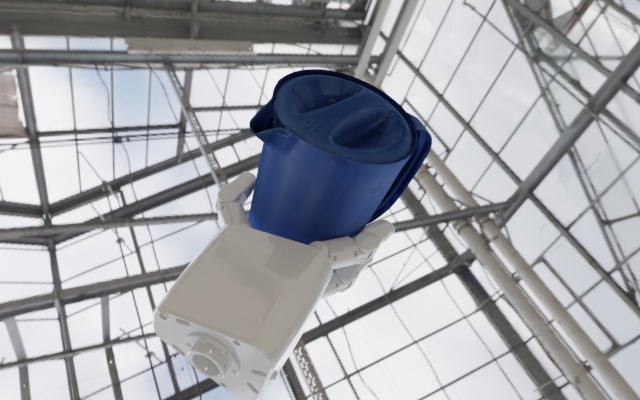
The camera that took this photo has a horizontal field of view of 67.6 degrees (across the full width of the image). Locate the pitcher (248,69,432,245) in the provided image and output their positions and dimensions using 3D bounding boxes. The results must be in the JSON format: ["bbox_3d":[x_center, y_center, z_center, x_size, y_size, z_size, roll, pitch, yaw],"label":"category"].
[{"bbox_3d":[0.000,0.002,0.493,0.149,0.243,0.145,28,43,5],"label":"pitcher"}]
